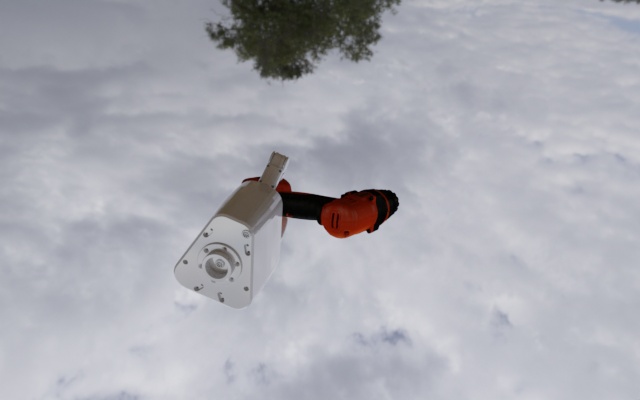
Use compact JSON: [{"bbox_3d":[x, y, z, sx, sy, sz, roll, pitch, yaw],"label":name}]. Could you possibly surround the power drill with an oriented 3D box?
[{"bbox_3d":[0.000,0.002,0.651,0.187,0.057,0.184,7,8,27],"label":"power drill"}]
